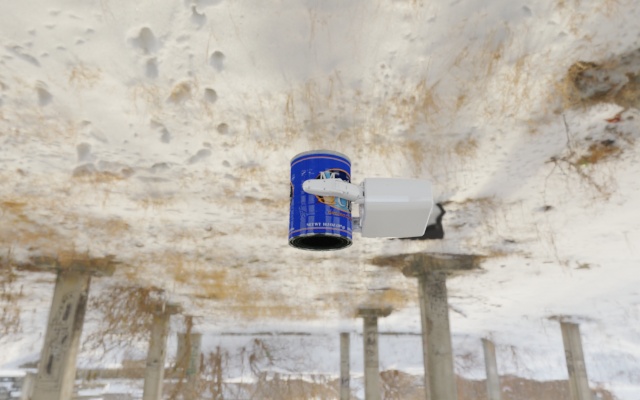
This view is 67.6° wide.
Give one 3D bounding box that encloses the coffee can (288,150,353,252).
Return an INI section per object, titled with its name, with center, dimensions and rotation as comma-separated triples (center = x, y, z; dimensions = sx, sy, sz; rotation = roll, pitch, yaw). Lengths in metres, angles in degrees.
[coffee can]
center = 0.000, 0.002, 0.773
dimensions = 0.103, 0.140, 0.103
rotation = 0, -20, 0
